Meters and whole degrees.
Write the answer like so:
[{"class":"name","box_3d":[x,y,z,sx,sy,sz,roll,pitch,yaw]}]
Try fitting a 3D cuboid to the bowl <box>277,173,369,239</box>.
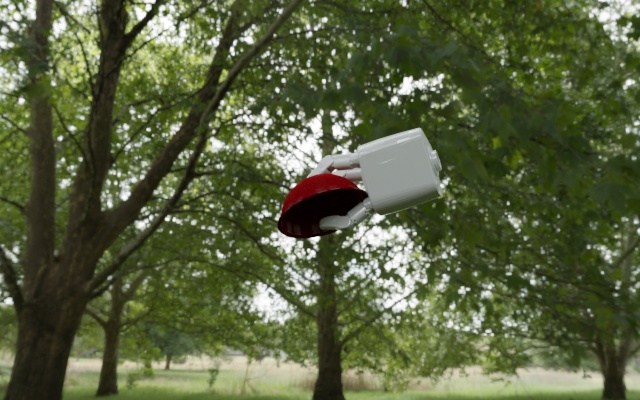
[{"class":"bowl","box_3d":[-0.001,0.003,0.799,0.162,0.055,0.162,-15,-27,-8]}]
